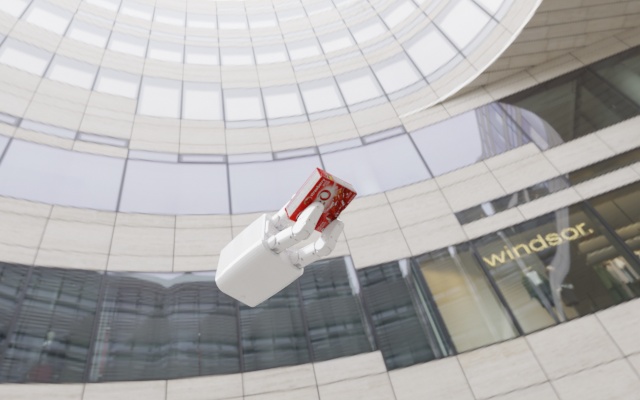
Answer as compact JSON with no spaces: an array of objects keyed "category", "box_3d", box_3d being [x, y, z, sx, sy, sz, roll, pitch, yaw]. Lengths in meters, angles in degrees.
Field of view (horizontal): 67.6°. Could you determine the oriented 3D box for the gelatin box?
[{"category":"gelatin box","box_3d":[0.000,0.002,0.727,0.073,0.089,0.030,25,23,-34]}]
